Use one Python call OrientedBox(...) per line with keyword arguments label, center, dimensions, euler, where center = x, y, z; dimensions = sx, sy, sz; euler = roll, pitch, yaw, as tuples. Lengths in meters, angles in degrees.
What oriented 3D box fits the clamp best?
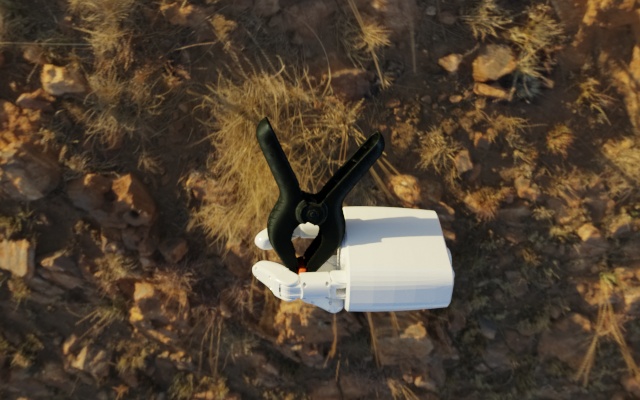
OrientedBox(label="clamp", center=(0.000, 0.002, 0.469), dimensions=(0.120, 0.171, 0.039), euler=(0, 26, -2))
